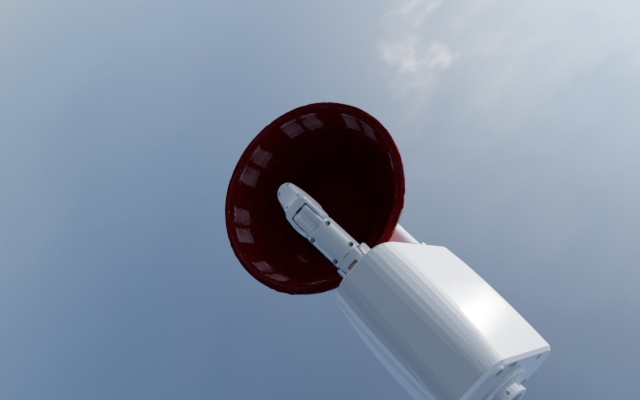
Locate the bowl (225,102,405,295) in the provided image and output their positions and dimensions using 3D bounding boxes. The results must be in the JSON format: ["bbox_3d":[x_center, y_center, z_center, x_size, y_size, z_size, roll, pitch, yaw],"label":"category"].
[{"bbox_3d":[0.000,0.000,0.407,0.162,0.162,0.055,0,-16,26],"label":"bowl"}]
